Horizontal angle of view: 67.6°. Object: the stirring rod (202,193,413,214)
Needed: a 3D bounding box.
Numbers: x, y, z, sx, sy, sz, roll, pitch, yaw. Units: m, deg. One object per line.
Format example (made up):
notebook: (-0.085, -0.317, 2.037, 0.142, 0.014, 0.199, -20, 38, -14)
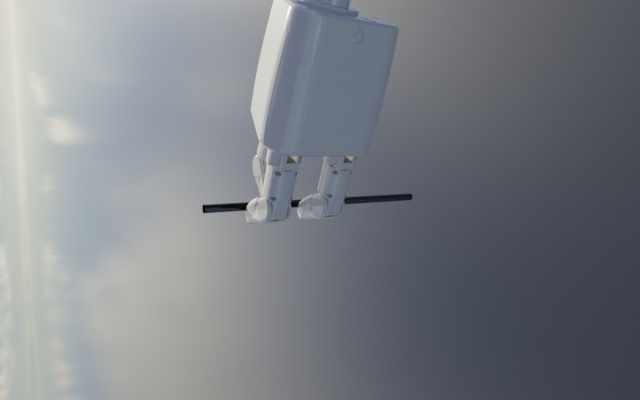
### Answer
stirring rod: (0.000, 0.001, 0.480, 0.239, 0.011, 0.011, -3, 2, -32)
